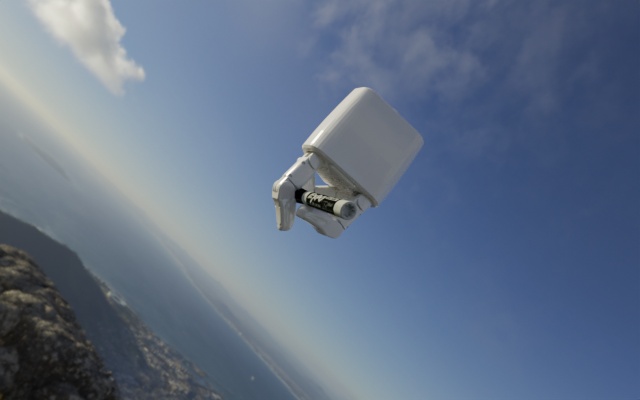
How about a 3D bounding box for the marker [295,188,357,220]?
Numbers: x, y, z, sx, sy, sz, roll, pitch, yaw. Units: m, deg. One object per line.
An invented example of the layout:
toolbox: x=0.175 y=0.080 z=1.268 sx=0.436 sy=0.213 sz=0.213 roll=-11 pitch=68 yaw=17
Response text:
marker: x=0.000 y=0.002 z=0.520 sx=0.020 sy=0.020 sz=0.121 roll=0 pitch=8 yaw=-28
